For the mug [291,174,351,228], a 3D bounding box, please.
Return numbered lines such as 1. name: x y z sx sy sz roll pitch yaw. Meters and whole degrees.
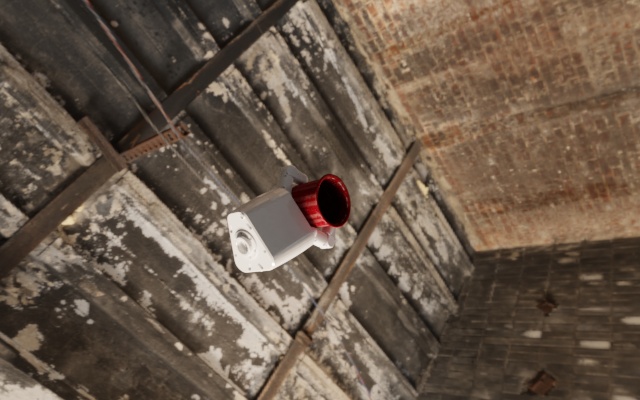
1. mug: 0.001 0.002 0.846 0.081 0.093 0.117 -12 11 40
